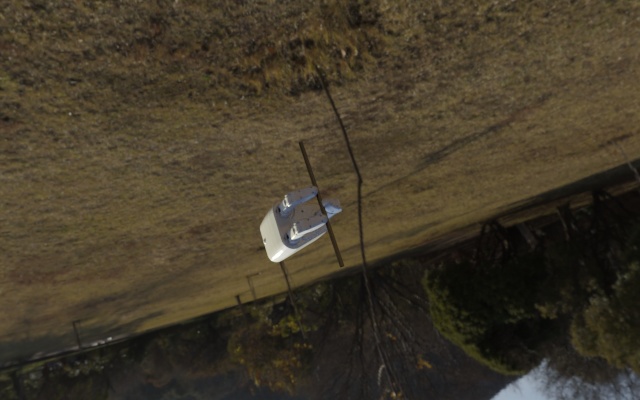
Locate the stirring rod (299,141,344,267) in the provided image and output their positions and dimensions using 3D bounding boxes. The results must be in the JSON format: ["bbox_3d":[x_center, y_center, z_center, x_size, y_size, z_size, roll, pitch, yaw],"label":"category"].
[{"bbox_3d":[0.000,0.003,0.844,0.011,0.239,0.011,-17,-16,-5],"label":"stirring rod"}]
